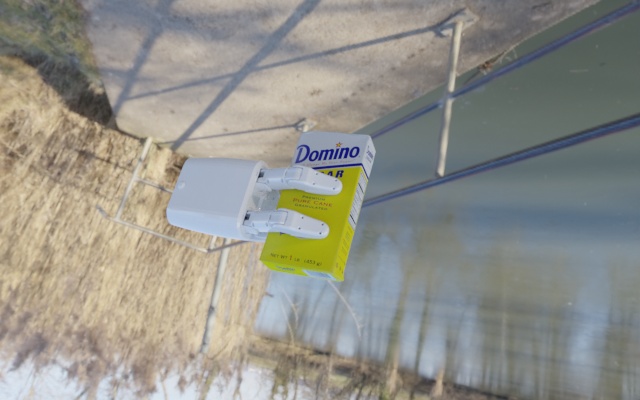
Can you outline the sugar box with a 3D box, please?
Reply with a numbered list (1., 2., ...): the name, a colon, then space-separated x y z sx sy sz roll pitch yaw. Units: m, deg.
1. sugar box: 0.000 0.002 0.565 0.093 0.176 0.048 7 -21 21
